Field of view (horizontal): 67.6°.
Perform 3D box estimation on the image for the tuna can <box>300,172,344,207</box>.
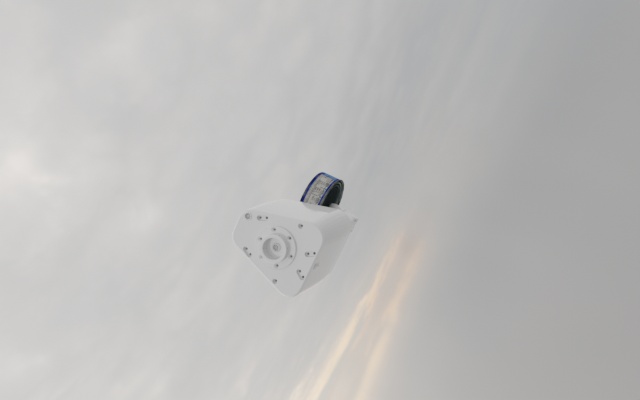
[{"bbox_3d":[0.000,0.002,0.706,0.033,0.086,0.086,26,8,17],"label":"tuna can"}]
